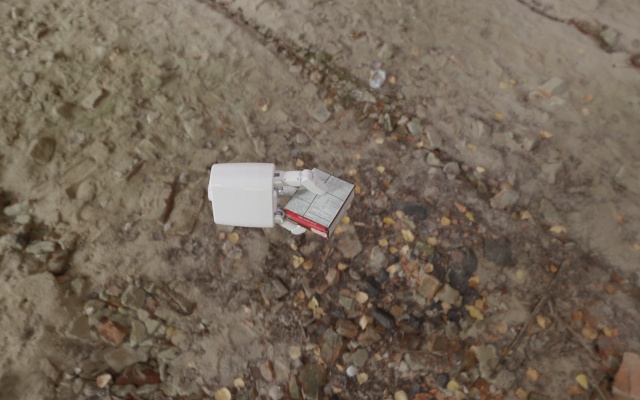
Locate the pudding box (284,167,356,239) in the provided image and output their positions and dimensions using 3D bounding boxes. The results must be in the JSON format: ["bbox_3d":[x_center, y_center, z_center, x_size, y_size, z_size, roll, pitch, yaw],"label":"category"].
[{"bbox_3d":[0.000,0.003,0.848,0.090,0.113,0.039,25,-32,14],"label":"pudding box"}]
